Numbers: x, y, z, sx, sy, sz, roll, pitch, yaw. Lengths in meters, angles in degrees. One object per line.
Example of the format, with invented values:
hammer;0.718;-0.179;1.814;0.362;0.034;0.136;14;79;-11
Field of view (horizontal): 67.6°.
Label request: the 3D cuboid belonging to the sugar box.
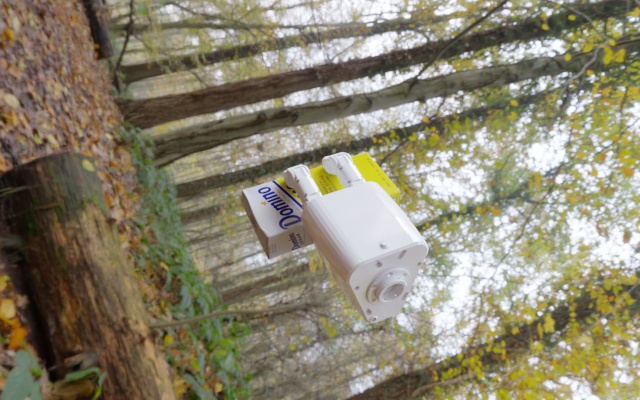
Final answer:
sugar box;0.000;0.002;0.596;0.176;0.048;0.093;-17;45;-18
